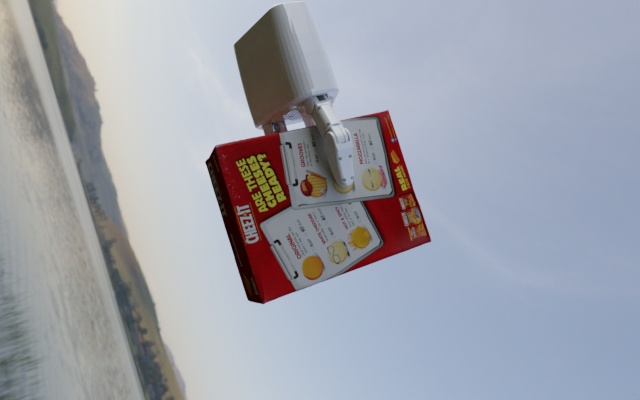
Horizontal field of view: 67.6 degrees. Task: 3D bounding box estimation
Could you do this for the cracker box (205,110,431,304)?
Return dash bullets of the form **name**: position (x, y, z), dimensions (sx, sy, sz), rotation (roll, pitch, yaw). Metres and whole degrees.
- **cracker box**: position (0.000, 0.002, 0.535), dimensions (0.213, 0.164, 0.072), rotation (-16, -3, -25)
